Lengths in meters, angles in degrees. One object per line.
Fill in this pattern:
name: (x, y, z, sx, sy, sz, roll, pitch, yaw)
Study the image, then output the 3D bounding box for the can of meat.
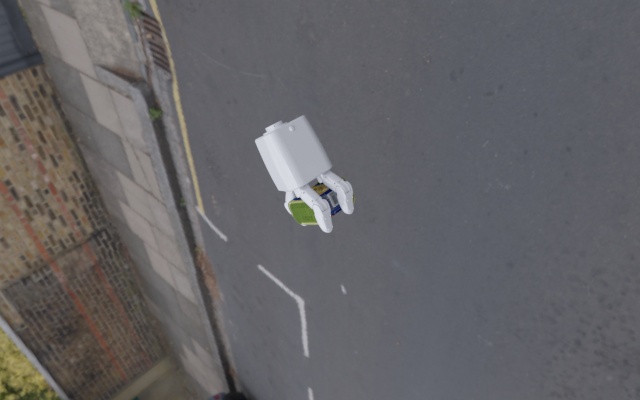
can of meat: (0.000, 0.003, 0.888, 0.084, 0.057, 0.102, -34, 15, -31)
